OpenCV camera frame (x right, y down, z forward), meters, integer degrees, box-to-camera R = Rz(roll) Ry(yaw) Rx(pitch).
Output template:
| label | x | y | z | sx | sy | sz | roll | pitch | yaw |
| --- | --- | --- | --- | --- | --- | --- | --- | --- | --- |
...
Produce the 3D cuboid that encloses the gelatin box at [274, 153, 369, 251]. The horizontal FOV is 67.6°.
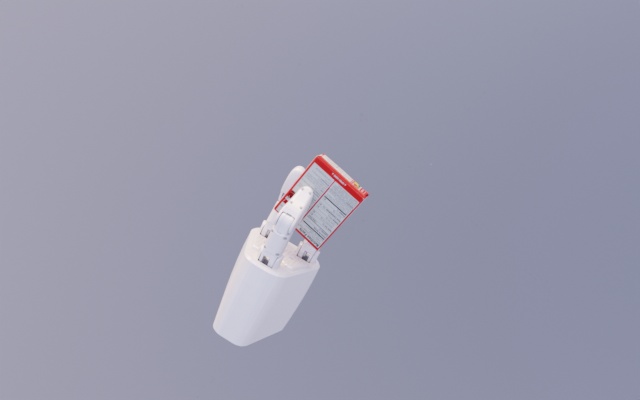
| label | x | y | z | sx | sy | sz | roll | pitch | yaw |
| --- | --- | --- | --- | --- | --- | --- | --- | --- | --- |
| gelatin box | 0.000 | 0.002 | 0.559 | 0.073 | 0.089 | 0.030 | 42 | 20 | 5 |
